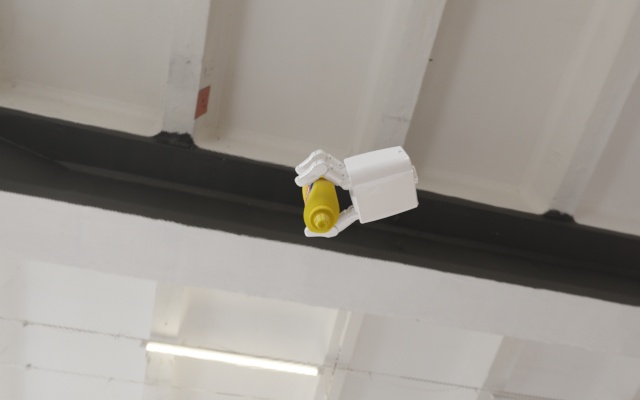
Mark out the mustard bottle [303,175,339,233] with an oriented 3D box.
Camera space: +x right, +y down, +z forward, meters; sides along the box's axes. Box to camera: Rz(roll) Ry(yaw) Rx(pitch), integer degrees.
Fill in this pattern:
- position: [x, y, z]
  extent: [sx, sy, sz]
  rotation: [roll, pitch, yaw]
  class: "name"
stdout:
- position: [0.000, 0.003, 0.825]
  extent: [0.058, 0.096, 0.191]
  rotation: [8, 22, -6]
  class: "mustard bottle"
